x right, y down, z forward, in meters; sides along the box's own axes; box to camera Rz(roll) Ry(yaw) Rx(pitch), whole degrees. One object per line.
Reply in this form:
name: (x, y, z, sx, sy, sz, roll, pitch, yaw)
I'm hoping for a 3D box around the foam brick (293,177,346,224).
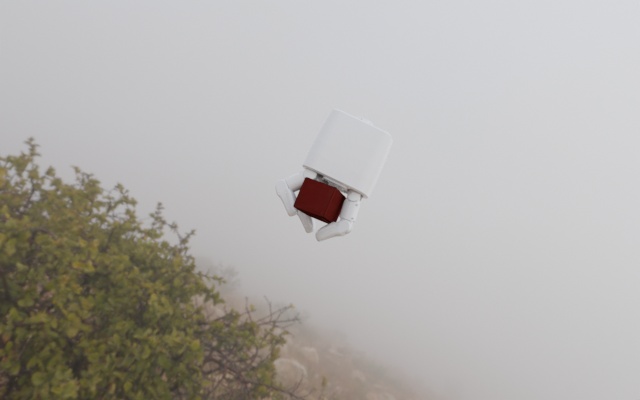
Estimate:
foam brick: (0.000, 0.002, 0.744, 0.053, 0.051, 0.078, 22, -5, 18)
